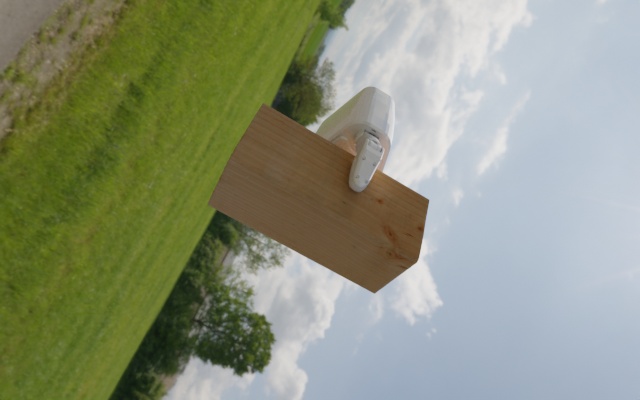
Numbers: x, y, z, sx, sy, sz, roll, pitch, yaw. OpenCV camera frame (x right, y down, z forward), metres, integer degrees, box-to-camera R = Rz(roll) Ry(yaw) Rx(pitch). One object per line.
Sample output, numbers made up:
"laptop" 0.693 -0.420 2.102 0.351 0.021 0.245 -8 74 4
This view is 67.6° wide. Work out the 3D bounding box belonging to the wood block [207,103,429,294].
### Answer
"wood block" 0.000 0.001 0.507 0.206 0.090 0.091 29 -41 -9
